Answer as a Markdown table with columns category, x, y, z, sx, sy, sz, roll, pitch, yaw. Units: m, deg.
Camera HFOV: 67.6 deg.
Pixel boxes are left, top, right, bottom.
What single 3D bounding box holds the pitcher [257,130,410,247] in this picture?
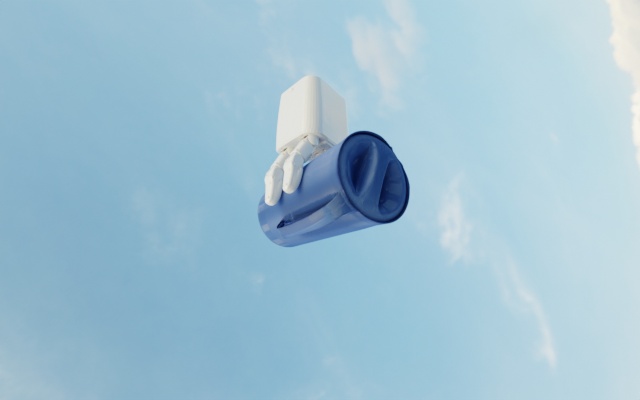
| category | x | y | z | sx | sy | sz | roll | pitch | yaw |
| --- | --- | --- | --- | --- | --- | --- | --- | --- | --- |
| pitcher | 0.000 | 0.002 | 0.725 | 0.149 | 0.145 | 0.243 | 15 | -25 | -34 |
